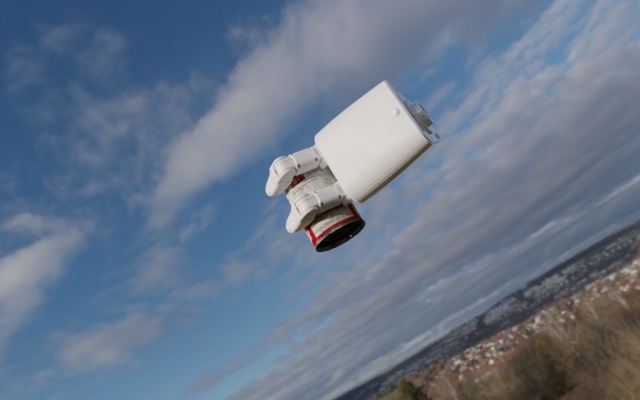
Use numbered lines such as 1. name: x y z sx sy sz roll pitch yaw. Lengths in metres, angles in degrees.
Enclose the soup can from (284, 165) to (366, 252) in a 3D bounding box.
1. soup can: 0.000 0.002 0.581 0.068 0.102 0.068 -26 -21 -11
